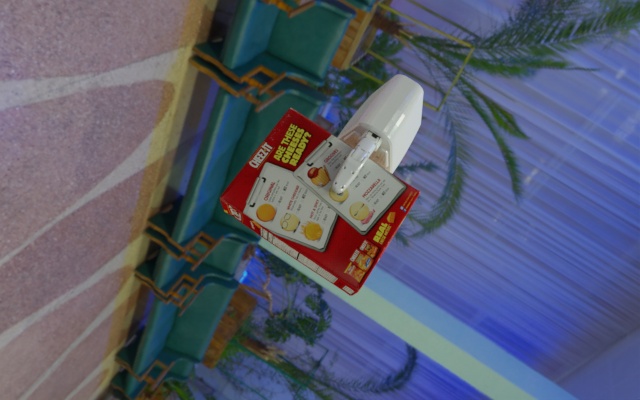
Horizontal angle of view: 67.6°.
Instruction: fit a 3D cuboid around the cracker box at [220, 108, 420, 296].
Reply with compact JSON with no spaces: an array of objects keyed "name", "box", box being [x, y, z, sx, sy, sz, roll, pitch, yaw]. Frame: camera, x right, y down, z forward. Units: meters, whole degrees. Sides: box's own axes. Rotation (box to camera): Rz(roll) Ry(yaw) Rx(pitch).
[{"name":"cracker box","box":[0.000,0.002,0.650,0.213,0.164,0.072,33,-19,5]}]
